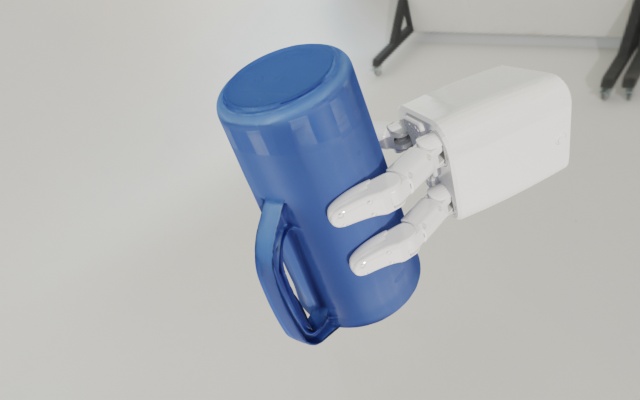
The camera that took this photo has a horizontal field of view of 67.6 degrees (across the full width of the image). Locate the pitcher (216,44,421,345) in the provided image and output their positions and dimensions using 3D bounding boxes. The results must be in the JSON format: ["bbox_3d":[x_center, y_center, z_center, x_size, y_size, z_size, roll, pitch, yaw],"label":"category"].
[{"bbox_3d":[0.000,0.001,0.421,0.145,0.243,0.149,-22,39,0],"label":"pitcher"}]
